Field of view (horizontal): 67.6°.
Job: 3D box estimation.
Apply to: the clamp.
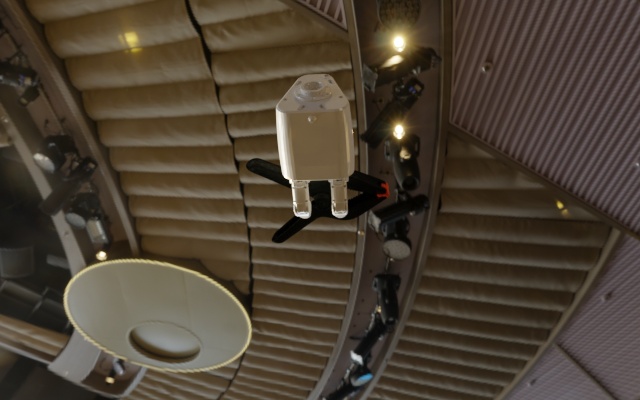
[{"bbox_3d":[0.001,0.002,0.743,0.210,0.165,0.036,-1,40,5],"label":"clamp"}]
